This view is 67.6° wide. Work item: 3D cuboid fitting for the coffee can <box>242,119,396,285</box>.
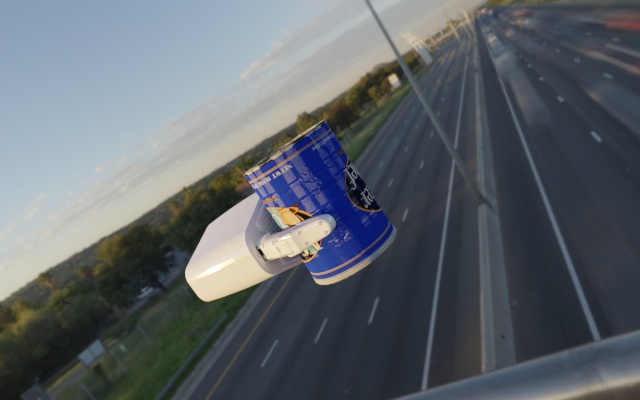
[{"bbox_3d":[0.000,0.002,0.502,0.103,0.140,0.103,-32,9,6],"label":"coffee can"}]
